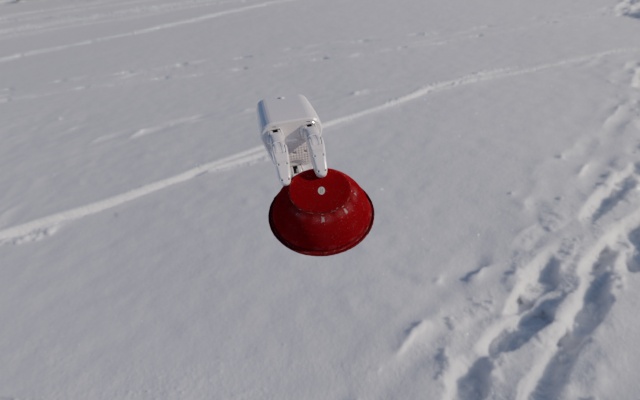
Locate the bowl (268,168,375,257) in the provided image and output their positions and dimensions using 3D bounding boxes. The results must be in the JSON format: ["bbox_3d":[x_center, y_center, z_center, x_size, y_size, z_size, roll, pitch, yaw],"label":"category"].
[{"bbox_3d":[0.001,0.003,0.706,0.162,0.162,0.055,0,-41,3],"label":"bowl"}]
